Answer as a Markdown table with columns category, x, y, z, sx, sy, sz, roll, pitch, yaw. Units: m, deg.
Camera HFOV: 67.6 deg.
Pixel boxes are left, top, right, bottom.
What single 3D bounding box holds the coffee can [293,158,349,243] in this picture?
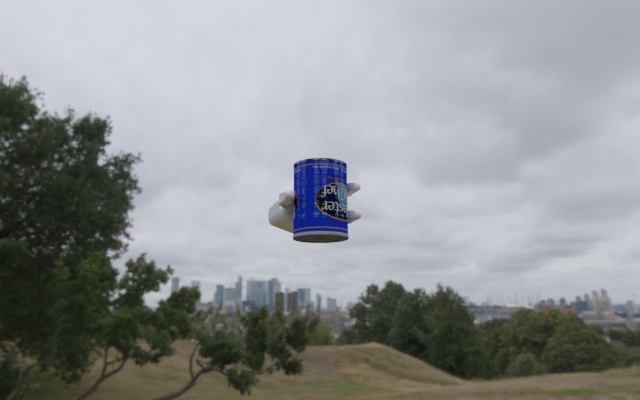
| category | x | y | z | sx | sy | sz | roll | pitch | yaw |
| --- | --- | --- | --- | --- | --- | --- | --- | --- | --- |
| coffee can | 0.000 | 0.003 | 0.886 | 0.103 | 0.140 | 0.103 | 0 | -13 | 0 |
